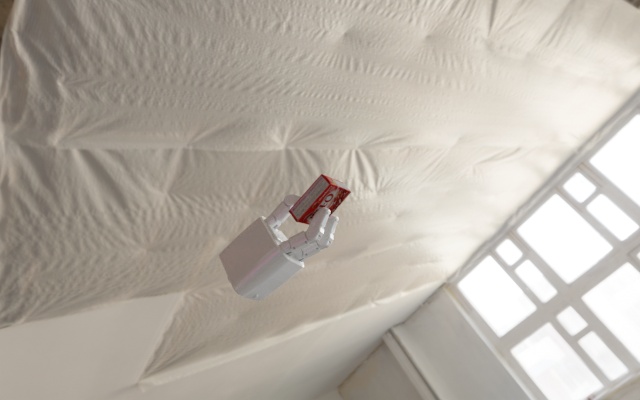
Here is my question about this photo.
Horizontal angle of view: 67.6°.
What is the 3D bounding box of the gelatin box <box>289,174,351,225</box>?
[{"bbox_3d":[0.000,0.002,0.809,0.030,0.089,0.073,49,16,29],"label":"gelatin box"}]
